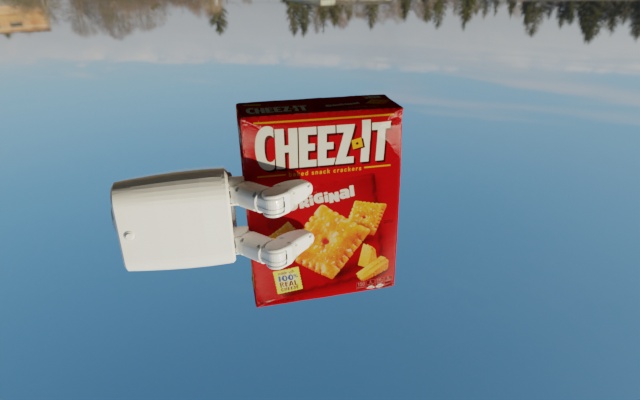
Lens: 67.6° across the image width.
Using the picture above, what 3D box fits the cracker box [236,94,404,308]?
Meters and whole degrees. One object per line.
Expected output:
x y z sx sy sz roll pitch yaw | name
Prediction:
0.000 0.002 0.519 0.164 0.214 0.072 -6 25 -11 | cracker box
